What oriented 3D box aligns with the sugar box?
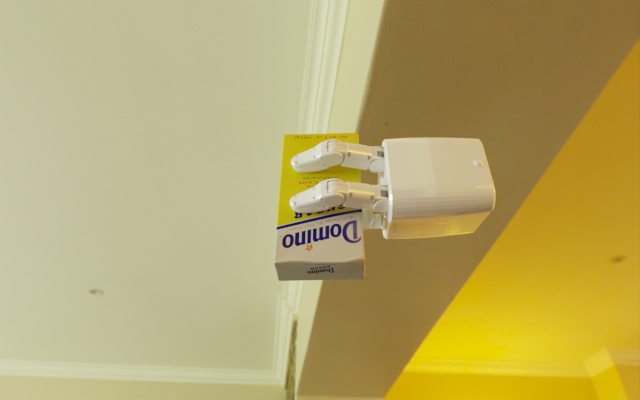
[{"bbox_3d":[0.000,0.001,0.533,0.093,0.176,0.048,-2,-38,2],"label":"sugar box"}]
